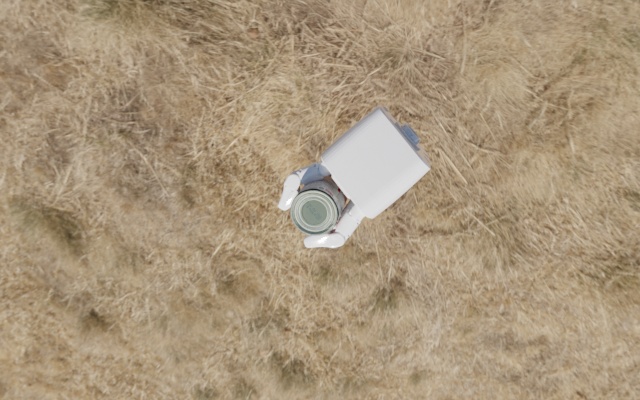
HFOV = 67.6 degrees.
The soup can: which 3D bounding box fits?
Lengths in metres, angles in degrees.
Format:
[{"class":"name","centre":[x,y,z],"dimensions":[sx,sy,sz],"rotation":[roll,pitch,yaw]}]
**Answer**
[{"class":"soup can","centre":[0.000,0.003,0.683],"dimensions":[0.068,0.068,0.102],"rotation":[0,17,10]}]
